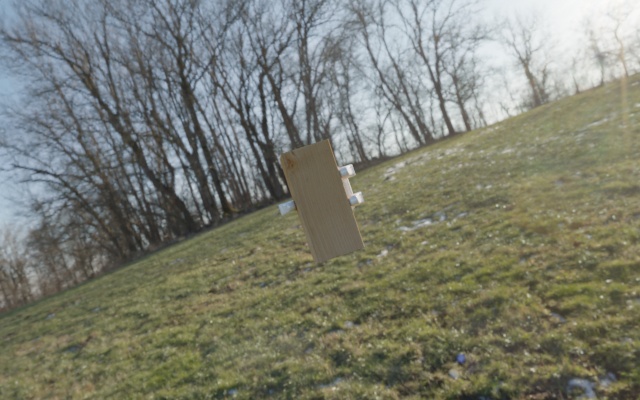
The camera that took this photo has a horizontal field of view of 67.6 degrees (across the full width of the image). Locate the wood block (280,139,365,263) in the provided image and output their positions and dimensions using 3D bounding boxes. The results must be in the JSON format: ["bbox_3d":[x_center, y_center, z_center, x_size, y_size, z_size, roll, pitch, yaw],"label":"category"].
[{"bbox_3d":[0.000,0.003,0.889,0.091,0.206,0.090,-19,0,-8],"label":"wood block"}]
